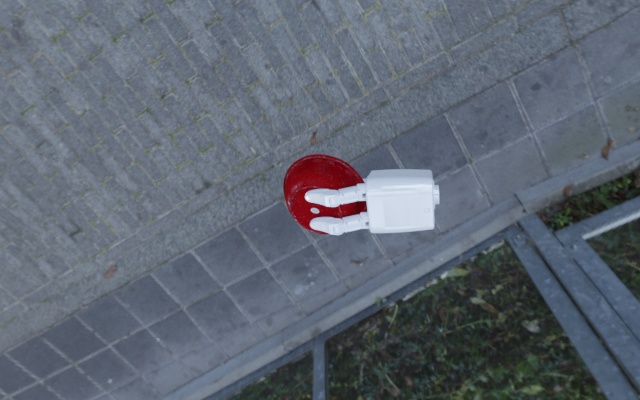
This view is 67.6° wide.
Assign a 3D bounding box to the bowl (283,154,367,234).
[{"bbox_3d":[-0.001,0.003,0.835,0.162,0.162,0.055,0,30,22],"label":"bowl"}]
